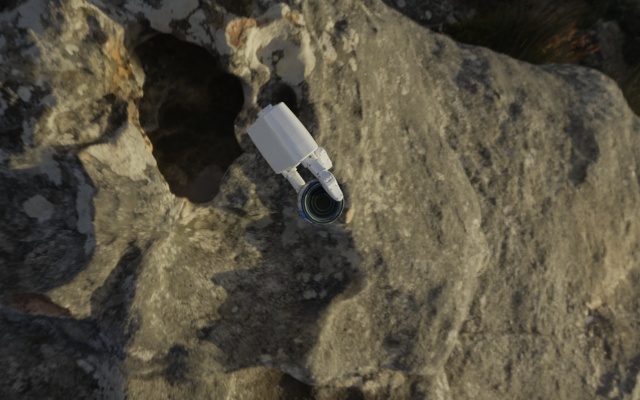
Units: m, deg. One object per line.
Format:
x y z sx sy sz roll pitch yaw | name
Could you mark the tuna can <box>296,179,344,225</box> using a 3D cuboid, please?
0.000 0.003 0.894 0.086 0.086 0.034 0 1 -21 | tuna can
